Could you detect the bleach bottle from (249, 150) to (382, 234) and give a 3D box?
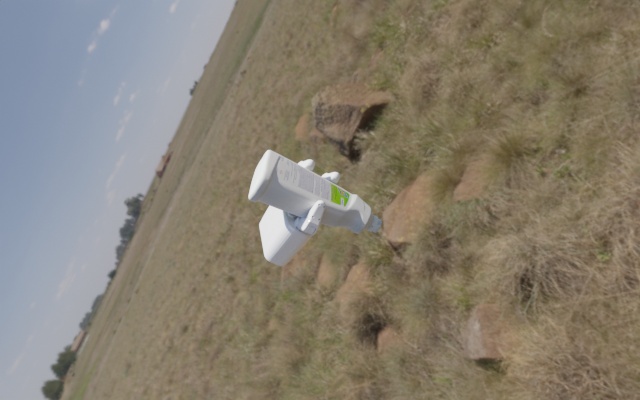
[{"bbox_3d":[0.000,0.003,0.865,0.251,0.102,0.068,25,-52,-17],"label":"bleach bottle"}]
